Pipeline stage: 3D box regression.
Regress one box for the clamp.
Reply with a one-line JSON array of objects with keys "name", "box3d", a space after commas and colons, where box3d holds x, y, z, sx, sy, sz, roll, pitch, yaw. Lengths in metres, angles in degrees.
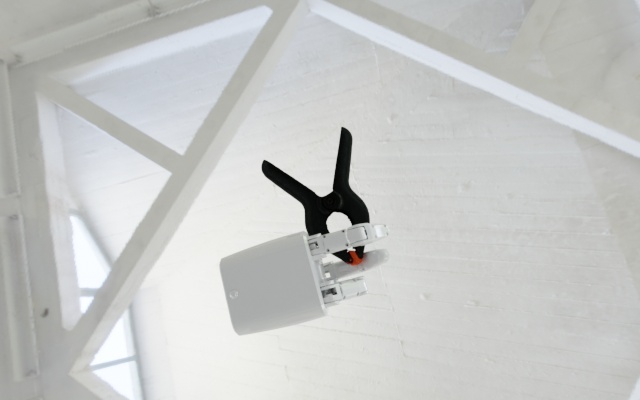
[{"name": "clamp", "box3d": [0.000, 0.002, 0.586, 0.120, 0.171, 0.039, -16, -13, 4]}]
